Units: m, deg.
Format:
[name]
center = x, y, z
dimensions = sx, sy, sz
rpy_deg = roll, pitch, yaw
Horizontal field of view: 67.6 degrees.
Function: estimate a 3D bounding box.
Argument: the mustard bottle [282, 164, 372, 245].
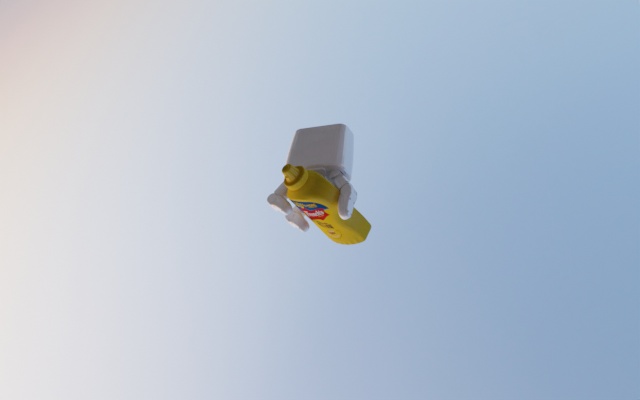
[mustard bottle]
center = 0.000, 0.003, 0.795
dimensions = 0.096, 0.058, 0.192
rpy_deg = 7, -29, 45
